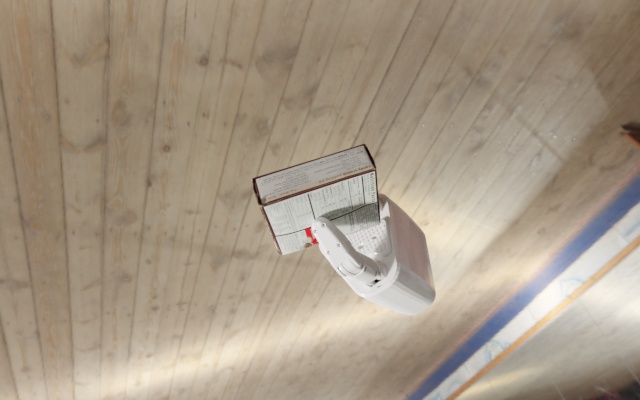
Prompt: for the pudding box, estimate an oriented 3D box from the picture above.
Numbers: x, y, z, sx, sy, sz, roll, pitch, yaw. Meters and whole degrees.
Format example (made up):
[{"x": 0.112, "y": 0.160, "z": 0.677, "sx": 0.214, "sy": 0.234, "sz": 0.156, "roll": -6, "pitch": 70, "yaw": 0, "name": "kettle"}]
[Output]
[{"x": 0.000, "y": 0.002, "z": 0.462, "sx": 0.113, "sy": 0.039, "sz": 0.090, "roll": -19, "pitch": -39, "yaw": -5, "name": "pudding box"}]
